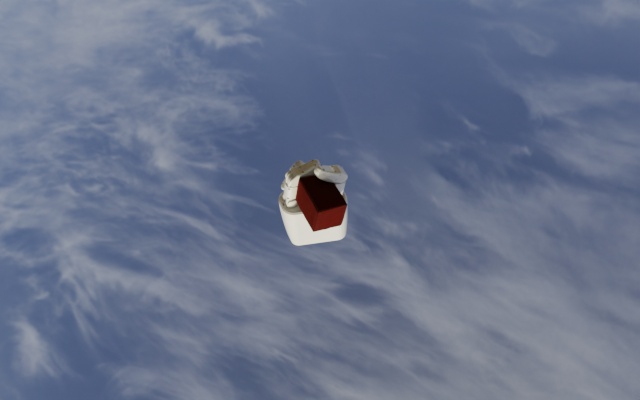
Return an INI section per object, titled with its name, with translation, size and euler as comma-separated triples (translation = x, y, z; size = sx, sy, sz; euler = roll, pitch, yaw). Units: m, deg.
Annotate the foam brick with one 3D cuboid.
[foam brick]
translation = 0.000, 0.003, 0.767
size = 0.053, 0.051, 0.078
euler = -12, 50, -23
